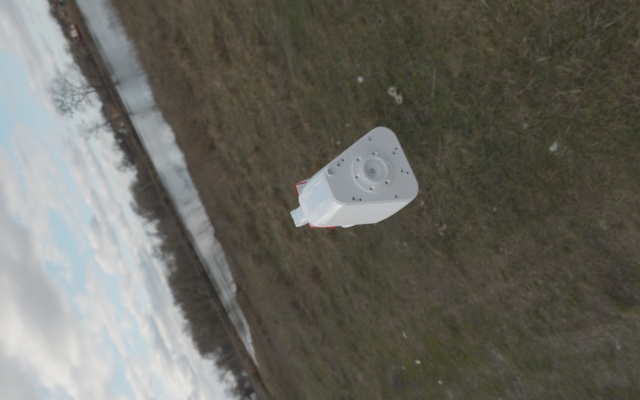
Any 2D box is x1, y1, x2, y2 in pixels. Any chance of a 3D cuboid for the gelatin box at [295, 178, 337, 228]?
[{"bbox_3d":[0.000,0.003,0.708,0.030,0.073,0.089,-23,7,-23],"label":"gelatin box"}]
